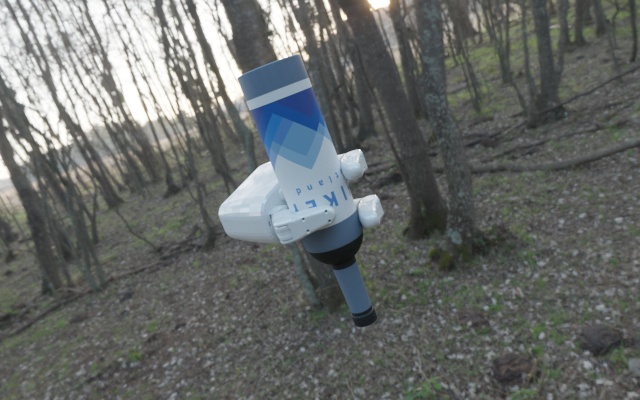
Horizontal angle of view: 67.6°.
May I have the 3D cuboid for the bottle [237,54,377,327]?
[{"bbox_3d":[0.000,0.001,0.503,0.069,0.296,0.069,-20,14,5],"label":"bottle"}]
